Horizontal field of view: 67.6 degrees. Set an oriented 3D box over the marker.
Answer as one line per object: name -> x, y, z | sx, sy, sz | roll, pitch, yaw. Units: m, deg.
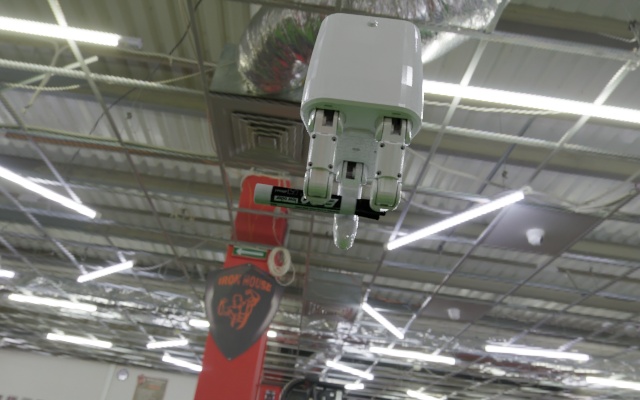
marker -> 0.000, 0.001, 0.439 | 0.121, 0.020, 0.020 | 8, 0, 1
